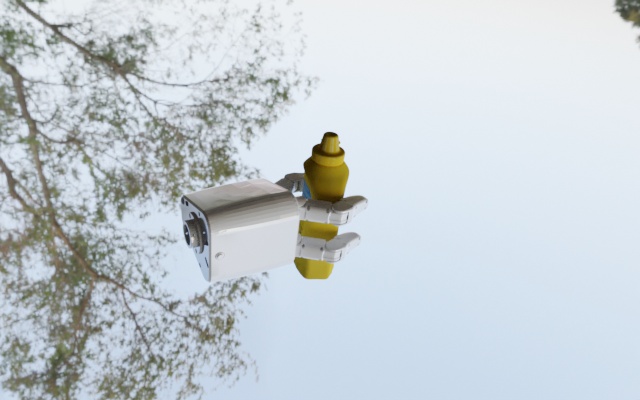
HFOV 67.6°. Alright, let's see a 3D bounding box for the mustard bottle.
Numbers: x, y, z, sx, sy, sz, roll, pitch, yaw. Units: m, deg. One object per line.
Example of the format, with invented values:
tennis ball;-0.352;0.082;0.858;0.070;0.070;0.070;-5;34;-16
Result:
mustard bottle;0.000;0.002;0.615;0.058;0.192;0.096;3;32;-8
